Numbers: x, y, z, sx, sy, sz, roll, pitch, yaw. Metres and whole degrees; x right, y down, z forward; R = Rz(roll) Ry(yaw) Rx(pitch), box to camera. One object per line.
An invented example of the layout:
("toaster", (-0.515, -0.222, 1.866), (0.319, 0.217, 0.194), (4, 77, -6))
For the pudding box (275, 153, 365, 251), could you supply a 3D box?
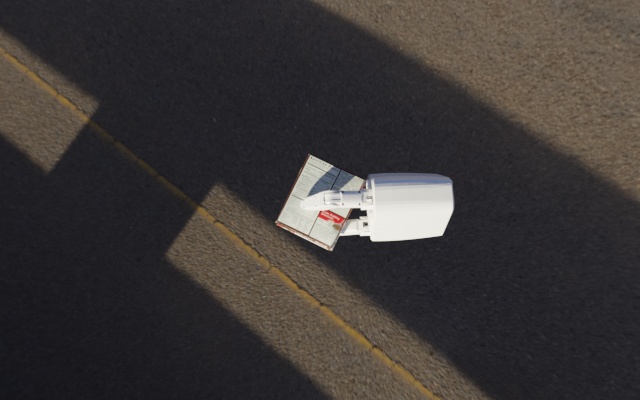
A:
("pudding box", (0.000, 0.002, 0.680), (0.090, 0.113, 0.039), (26, -9, 5))
